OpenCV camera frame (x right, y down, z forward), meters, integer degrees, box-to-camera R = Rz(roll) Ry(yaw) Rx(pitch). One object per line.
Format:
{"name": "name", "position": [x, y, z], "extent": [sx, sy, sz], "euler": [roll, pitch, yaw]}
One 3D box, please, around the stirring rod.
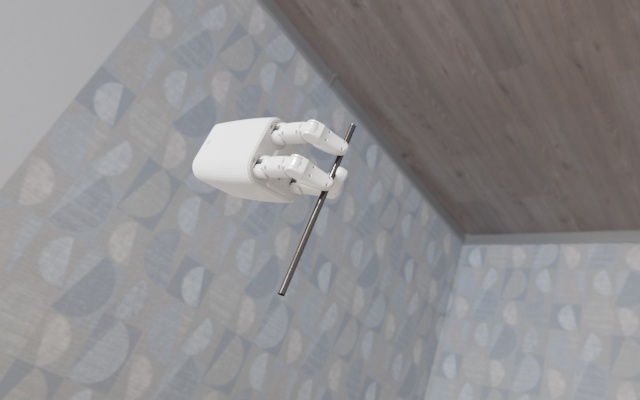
{"name": "stirring rod", "position": [0.000, 0.002, 0.563], "extent": [0.011, 0.239, 0.011], "euler": [18, -28, 10]}
